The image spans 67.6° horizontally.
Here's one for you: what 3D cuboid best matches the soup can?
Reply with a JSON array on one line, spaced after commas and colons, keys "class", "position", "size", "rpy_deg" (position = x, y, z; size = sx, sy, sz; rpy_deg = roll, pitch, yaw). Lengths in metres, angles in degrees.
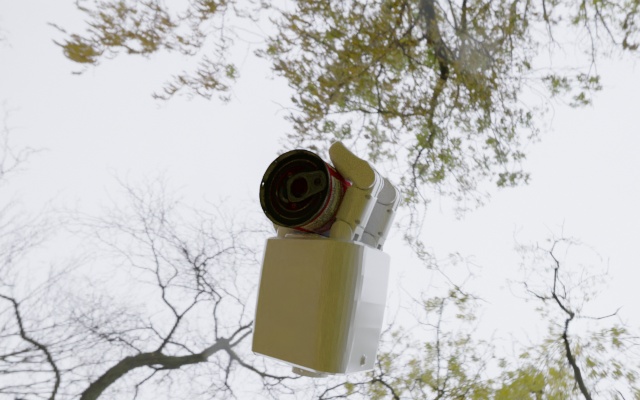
[{"class": "soup can", "position": [0.000, 0.001, 0.439], "size": [0.068, 0.068, 0.102], "rpy_deg": [0, -14, 28]}]
